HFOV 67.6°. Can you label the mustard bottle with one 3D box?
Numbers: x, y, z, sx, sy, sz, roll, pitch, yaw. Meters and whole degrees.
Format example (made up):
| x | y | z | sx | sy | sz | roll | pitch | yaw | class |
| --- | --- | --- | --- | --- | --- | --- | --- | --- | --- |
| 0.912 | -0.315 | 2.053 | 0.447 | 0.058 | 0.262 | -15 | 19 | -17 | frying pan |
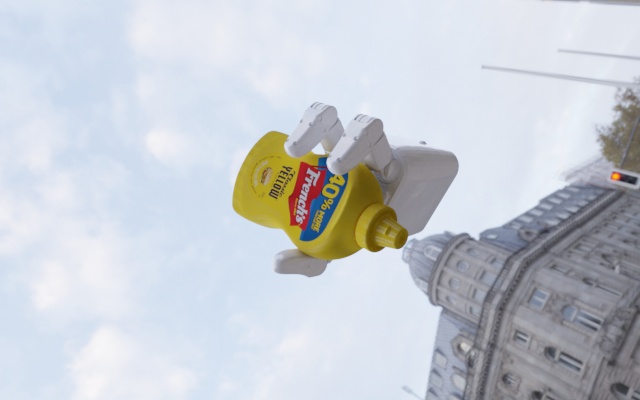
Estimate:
| x | y | z | sx | sy | sz | roll | pitch | yaw | class |
| --- | --- | --- | --- | --- | --- | --- | --- | --- | --- |
| 0.000 | 0.001 | 0.443 | 0.191 | 0.096 | 0.058 | 25 | -3 | 41 | mustard bottle |
